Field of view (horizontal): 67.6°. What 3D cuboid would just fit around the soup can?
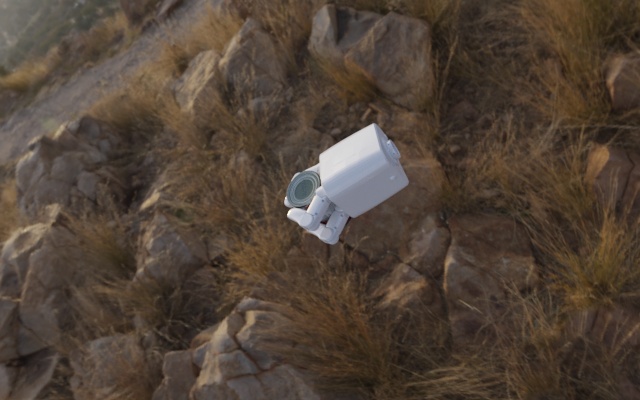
[{"bbox_3d":[0.000,0.003,0.788,0.068,0.068,0.102,0,-25,37],"label":"soup can"}]
